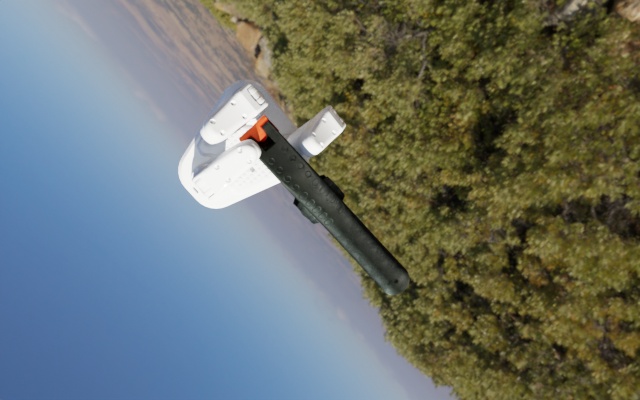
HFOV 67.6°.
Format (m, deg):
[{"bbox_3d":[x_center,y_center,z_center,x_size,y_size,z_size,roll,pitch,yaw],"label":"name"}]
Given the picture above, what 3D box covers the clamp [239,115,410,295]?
[{"bbox_3d":[0.000,0.002,0.402,0.039,0.171,0.120,-42,14,-7],"label":"clamp"}]
